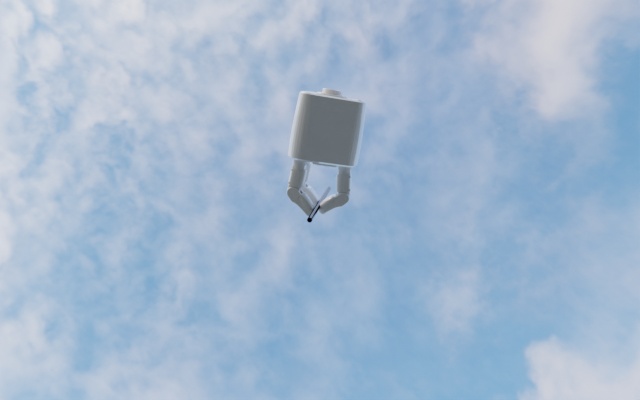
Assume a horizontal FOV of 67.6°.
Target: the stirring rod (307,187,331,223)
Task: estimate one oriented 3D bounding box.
[{"bbox_3d":[0.000,0.003,0.830,0.011,0.011,0.239,0,13,8],"label":"stirring rod"}]
